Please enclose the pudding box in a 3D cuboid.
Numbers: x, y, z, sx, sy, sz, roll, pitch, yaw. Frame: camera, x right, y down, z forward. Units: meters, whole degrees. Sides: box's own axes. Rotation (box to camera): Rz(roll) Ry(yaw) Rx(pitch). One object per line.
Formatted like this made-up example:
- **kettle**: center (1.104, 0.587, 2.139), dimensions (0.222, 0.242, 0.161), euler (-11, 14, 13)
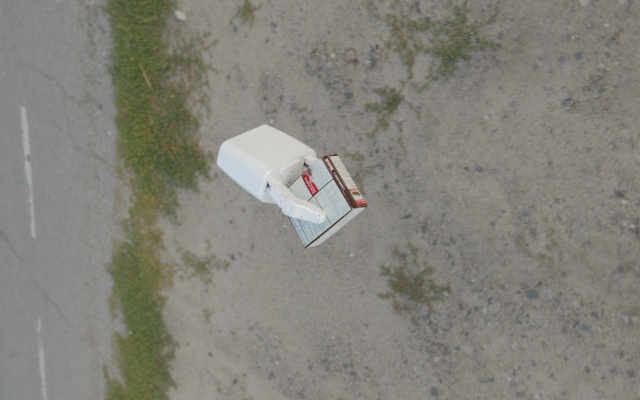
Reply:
- **pudding box**: center (0.000, 0.002, 0.674), dimensions (0.039, 0.090, 0.113), euler (-14, -22, -49)
